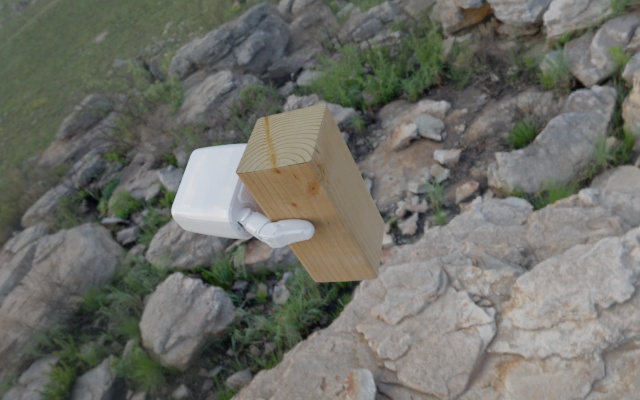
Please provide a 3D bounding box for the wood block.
[{"bbox_3d":[0.000,0.002,0.562,0.090,0.090,0.206,-7,-44,25],"label":"wood block"}]
